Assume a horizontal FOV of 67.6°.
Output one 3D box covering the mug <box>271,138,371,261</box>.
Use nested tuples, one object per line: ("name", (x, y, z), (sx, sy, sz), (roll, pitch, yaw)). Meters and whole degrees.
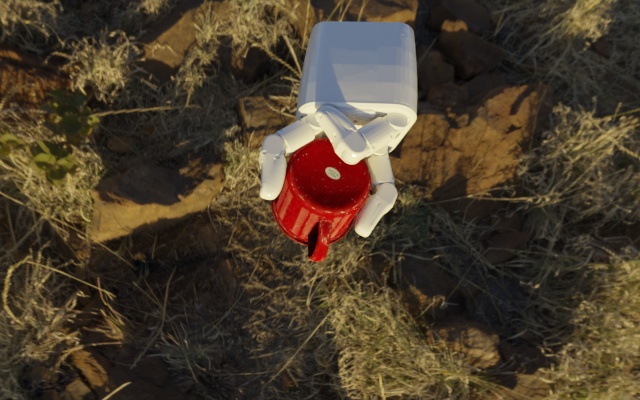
("mug", (0.000, 0.003, 0.472), (0.093, 0.117, 0.081), (9, -23, -9))
